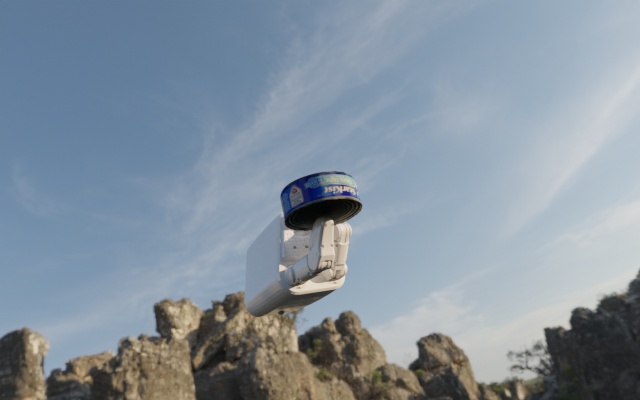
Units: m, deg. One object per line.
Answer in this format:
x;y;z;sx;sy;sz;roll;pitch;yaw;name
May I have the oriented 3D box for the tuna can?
0.000;0.001;0.518;0.086;0.033;0.086;-12;-22;-5;tuna can
